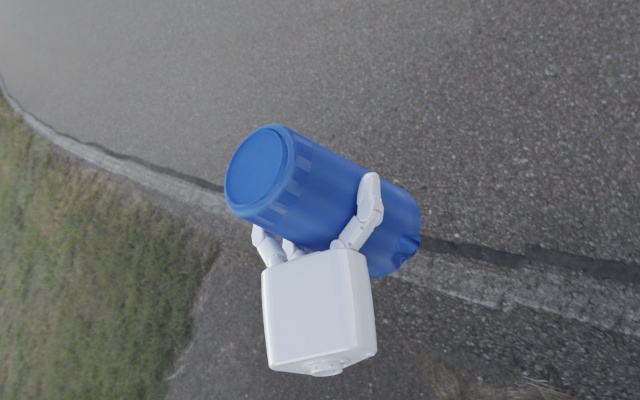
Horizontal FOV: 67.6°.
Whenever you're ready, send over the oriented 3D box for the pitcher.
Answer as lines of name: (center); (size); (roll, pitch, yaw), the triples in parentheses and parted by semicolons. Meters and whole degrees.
pitcher: (0.000, 0.002, 0.590); (0.149, 0.145, 0.243); (-27, -36, 31)
